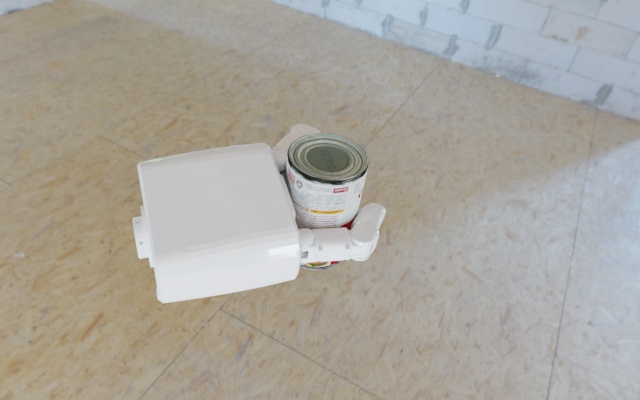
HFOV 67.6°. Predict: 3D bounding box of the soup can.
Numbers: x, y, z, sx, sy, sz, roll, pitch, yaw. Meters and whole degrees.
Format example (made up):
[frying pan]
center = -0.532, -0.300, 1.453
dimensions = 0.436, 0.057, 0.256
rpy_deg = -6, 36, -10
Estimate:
[soup can]
center = 0.001, 0.001, 0.413
dimensions = 0.068, 0.102, 0.068
rpy_deg = 5, 41, -4
